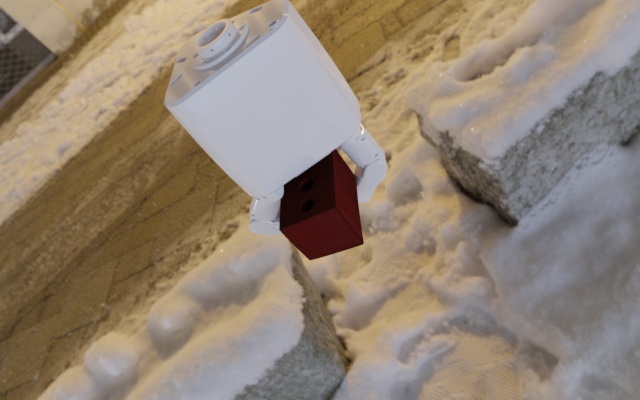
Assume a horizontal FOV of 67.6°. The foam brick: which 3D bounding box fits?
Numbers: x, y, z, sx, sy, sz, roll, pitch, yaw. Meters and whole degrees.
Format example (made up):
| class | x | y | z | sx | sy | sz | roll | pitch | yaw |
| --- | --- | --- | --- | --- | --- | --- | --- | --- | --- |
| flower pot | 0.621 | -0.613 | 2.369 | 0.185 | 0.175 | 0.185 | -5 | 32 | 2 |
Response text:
| class | x | y | z | sx | sy | sz | roll | pitch | yaw |
| --- | --- | --- | --- | --- | --- | --- | --- | --- | --- |
| foam brick | 0.000 | 0.002 | 0.406 | 0.053 | 0.078 | 0.051 | -21 | -45 | 19 |
